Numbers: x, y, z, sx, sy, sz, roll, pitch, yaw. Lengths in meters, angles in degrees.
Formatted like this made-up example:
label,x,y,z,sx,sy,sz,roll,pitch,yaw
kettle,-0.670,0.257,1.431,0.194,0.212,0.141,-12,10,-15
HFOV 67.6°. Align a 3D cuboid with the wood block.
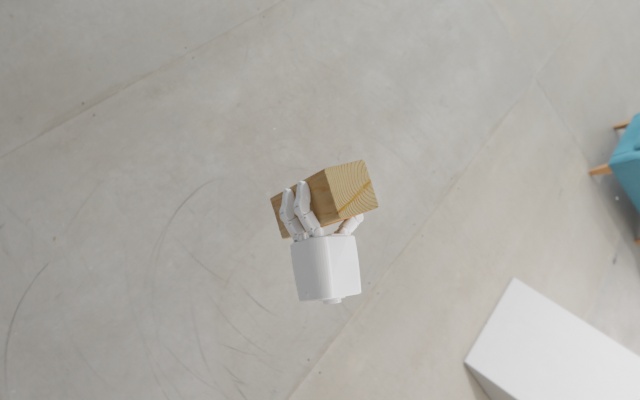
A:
label,x,y,z,sx,sy,sz,roll,pitch,yaw
wood block,0.001,0.003,0.885,0.091,0.090,0.206,-15,-5,-34
